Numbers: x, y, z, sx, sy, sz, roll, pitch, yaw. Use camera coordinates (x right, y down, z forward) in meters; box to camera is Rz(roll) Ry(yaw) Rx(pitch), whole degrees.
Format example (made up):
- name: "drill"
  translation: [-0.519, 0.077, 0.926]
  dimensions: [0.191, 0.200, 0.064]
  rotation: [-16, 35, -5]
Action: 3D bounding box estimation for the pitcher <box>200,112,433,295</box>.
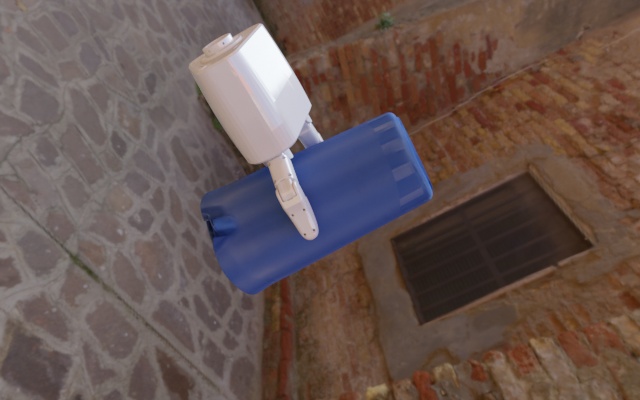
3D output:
- name: "pitcher"
  translation: [0.000, 0.002, 0.556]
  dimensions: [0.243, 0.145, 0.149]
  rotation: [-26, 27, 11]
